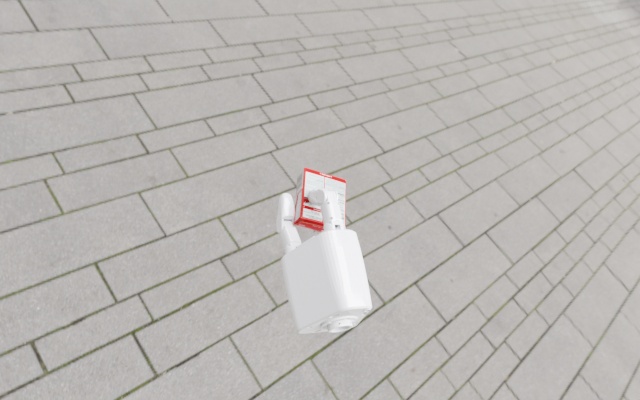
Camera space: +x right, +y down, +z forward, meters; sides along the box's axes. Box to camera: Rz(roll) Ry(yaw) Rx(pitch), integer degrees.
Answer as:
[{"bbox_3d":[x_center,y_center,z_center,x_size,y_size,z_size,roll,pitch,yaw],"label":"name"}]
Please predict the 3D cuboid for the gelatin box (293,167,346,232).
[{"bbox_3d":[0.000,0.002,0.716,0.073,0.089,0.030,15,-31,-22],"label":"gelatin box"}]
